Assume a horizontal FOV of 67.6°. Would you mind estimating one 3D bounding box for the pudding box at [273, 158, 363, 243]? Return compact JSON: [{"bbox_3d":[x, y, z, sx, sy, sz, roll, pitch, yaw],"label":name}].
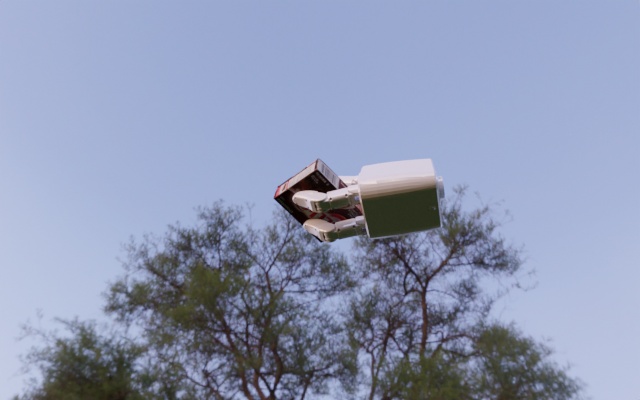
[{"bbox_3d":[0.000,0.002,0.726,0.090,0.113,0.039,-33,24,27],"label":"pudding box"}]
